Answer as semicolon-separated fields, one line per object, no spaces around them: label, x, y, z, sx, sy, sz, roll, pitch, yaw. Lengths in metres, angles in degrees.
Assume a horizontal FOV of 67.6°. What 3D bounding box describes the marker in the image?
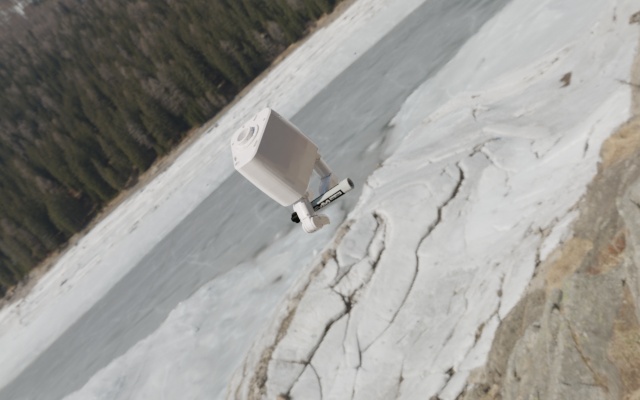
marker;0.000;0.002;0.741;0.121;0.020;0.020;-32;-17;28
